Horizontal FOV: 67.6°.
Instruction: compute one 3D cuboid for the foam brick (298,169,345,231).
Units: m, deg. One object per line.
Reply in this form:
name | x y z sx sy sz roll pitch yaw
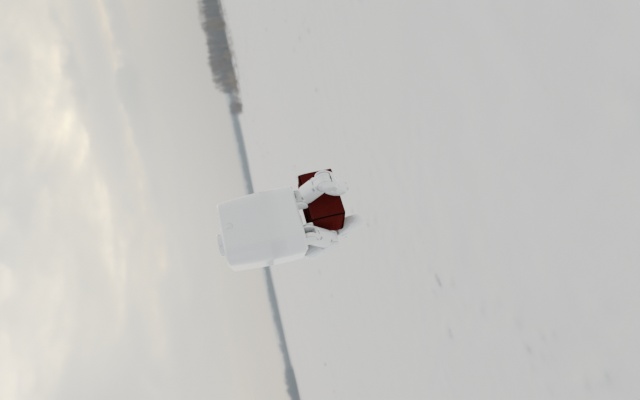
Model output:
foam brick | 0.000 0.002 0.691 0.051 0.078 0.053 -12 -29 -8
